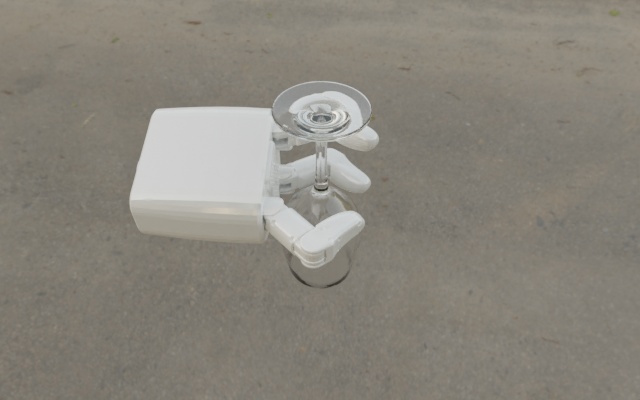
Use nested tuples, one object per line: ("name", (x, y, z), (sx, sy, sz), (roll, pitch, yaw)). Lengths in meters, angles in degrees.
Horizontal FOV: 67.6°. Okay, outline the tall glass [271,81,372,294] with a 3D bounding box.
("tall glass", (0.000, 0.001, 0.422), (0.079, 0.079, 0.201), (0, -44, 0))
